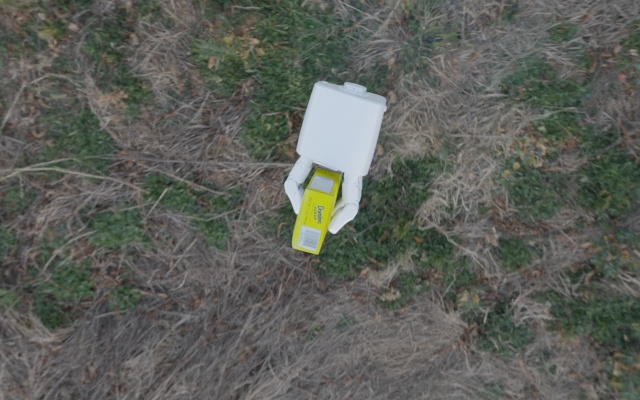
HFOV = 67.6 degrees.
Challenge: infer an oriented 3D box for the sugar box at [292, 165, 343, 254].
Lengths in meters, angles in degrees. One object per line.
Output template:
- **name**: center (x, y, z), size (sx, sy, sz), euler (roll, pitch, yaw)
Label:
- **sugar box**: center (0.001, 0.002, 0.730), size (0.048, 0.093, 0.176), euler (17, 21, 4)
